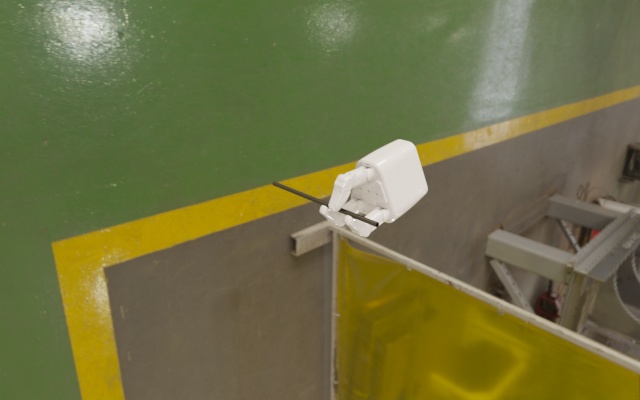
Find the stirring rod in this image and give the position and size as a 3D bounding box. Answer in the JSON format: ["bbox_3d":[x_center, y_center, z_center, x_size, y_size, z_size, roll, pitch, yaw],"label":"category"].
[{"bbox_3d":[0.000,0.002,0.785,0.239,0.011,0.011,22,15,41],"label":"stirring rod"}]
